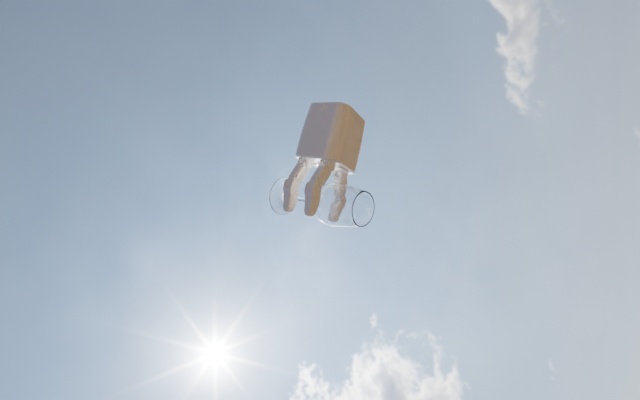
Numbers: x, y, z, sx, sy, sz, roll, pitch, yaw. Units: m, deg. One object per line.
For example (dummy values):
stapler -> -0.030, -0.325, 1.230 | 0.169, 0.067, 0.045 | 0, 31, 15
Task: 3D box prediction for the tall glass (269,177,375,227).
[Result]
tall glass -> 0.000, 0.003, 0.868 | 0.201, 0.079, 0.079 | 10, 6, 43
